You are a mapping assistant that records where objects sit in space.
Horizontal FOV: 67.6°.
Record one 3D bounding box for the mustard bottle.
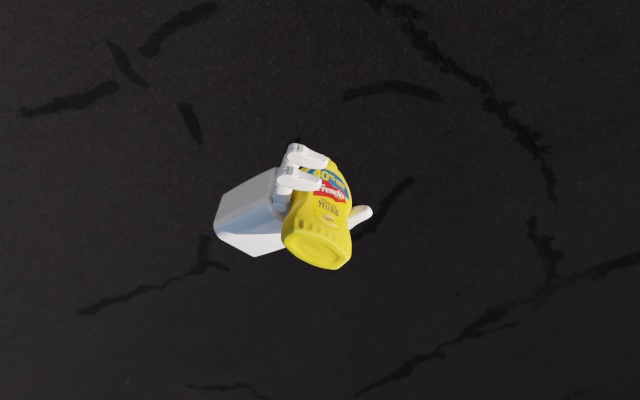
[{"bbox_3d":[0.000,0.002,0.686,0.096,0.191,0.058,28,-51,-19],"label":"mustard bottle"}]
